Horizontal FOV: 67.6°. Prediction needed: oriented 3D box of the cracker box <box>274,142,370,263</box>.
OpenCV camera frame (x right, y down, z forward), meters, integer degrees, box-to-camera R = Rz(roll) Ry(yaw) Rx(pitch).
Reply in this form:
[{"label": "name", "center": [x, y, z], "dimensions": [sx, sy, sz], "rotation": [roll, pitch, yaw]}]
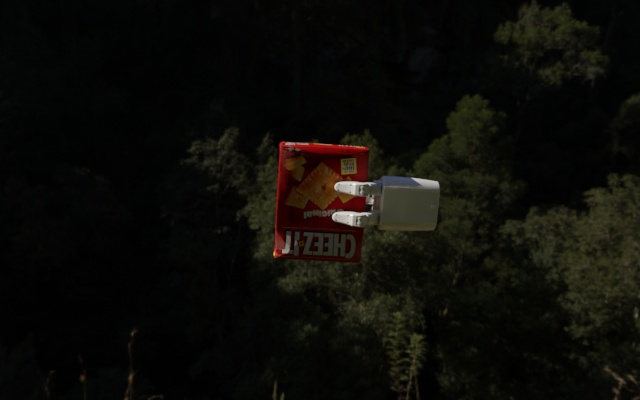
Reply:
[{"label": "cracker box", "center": [0.000, 0.003, 0.888], "dimensions": [0.164, 0.214, 0.072], "rotation": [3, 9, -2]}]
